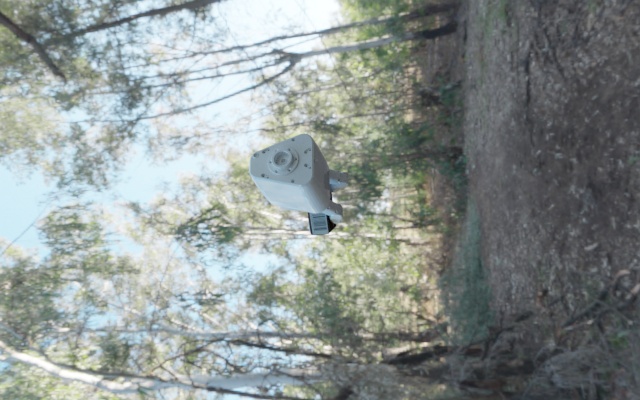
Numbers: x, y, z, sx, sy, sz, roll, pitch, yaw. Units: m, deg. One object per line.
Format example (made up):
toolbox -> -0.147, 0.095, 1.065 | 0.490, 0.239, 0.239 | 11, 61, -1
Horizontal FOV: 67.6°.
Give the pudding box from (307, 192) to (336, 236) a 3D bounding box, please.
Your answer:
pudding box -> 0.000, 0.003, 0.895 | 0.039, 0.113, 0.090 | -5, 5, 12
